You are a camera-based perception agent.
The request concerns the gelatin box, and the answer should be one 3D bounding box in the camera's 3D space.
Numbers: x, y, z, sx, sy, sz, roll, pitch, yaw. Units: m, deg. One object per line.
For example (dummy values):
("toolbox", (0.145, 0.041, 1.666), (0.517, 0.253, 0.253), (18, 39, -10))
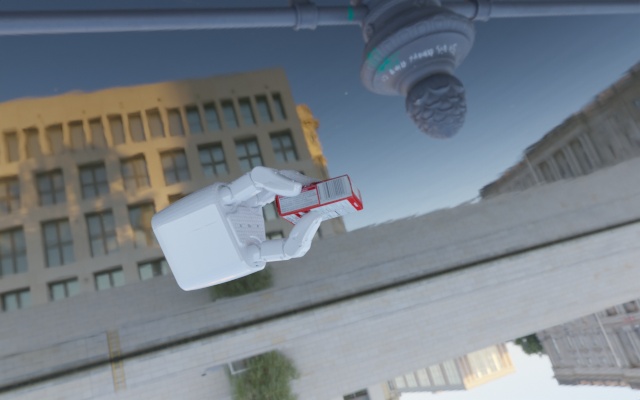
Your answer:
("gelatin box", (0.001, 0.002, 0.561), (0.089, 0.030, 0.073), (-15, -16, 11))
